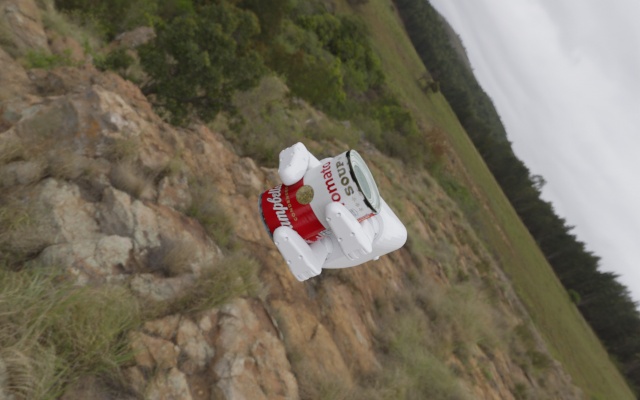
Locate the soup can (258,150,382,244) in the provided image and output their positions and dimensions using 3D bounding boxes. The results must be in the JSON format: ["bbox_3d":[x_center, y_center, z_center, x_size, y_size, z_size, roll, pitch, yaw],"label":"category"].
[{"bbox_3d":[0.000,0.001,0.466,0.102,0.068,0.068,-25,-9,19],"label":"soup can"}]
